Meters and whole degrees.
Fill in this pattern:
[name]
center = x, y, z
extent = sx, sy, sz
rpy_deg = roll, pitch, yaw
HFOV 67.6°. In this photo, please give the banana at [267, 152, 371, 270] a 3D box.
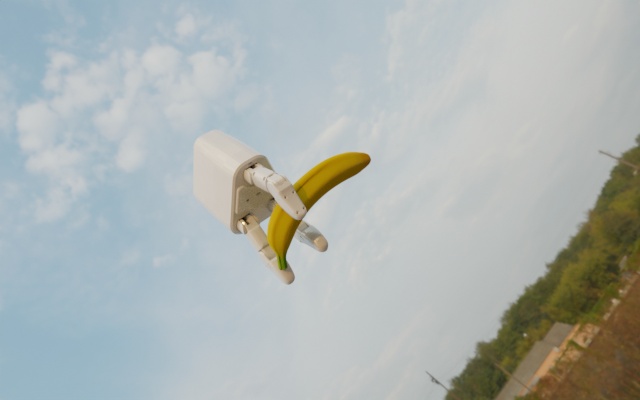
[banana]
center = -0.009, -0.005, 0.622
extent = 0.037, 0.197, 0.070
rpy_deg = 30, -16, 39
